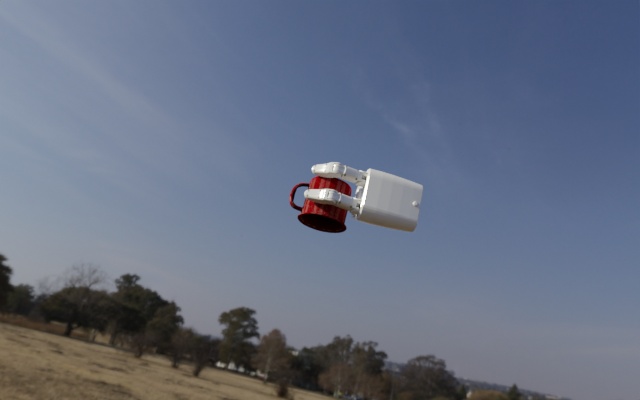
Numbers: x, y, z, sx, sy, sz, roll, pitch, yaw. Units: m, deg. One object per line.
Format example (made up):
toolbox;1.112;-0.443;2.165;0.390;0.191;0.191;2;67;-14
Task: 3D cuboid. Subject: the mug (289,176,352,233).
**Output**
mug;-0.001;0.002;0.890;0.117;0.081;0.093;16;-21;-5
